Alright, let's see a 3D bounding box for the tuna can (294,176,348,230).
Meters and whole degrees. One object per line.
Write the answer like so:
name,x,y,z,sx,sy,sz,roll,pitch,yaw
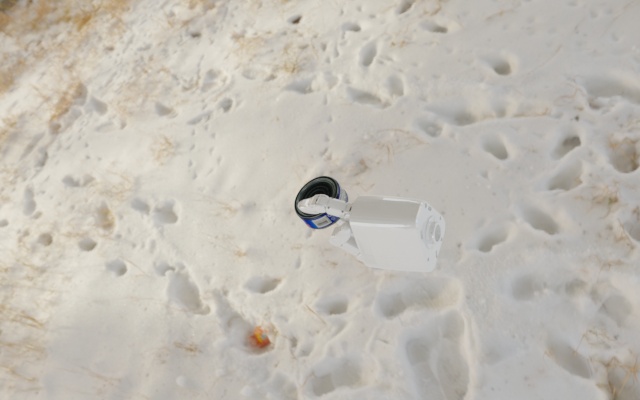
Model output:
tuna can,0.000,0.002,0.779,0.086,0.086,0.034,0,-33,36
